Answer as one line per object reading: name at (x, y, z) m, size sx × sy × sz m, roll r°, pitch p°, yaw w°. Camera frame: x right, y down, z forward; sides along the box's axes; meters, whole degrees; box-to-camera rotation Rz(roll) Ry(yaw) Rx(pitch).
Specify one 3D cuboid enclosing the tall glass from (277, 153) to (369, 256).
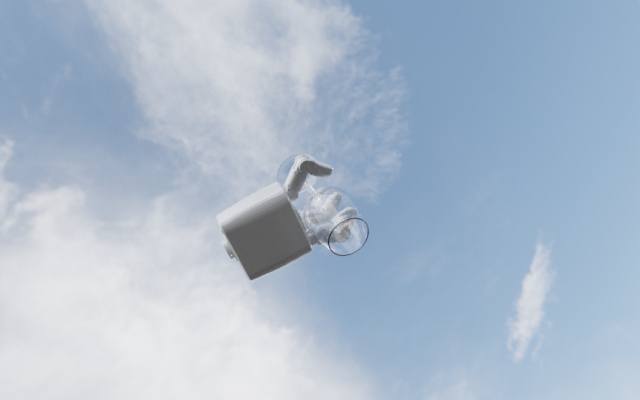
tall glass at (0.000, 0.002, 0.720) m, size 0.079 × 0.079 × 0.201 m, roll 0°, pitch 28°, yaw -26°
